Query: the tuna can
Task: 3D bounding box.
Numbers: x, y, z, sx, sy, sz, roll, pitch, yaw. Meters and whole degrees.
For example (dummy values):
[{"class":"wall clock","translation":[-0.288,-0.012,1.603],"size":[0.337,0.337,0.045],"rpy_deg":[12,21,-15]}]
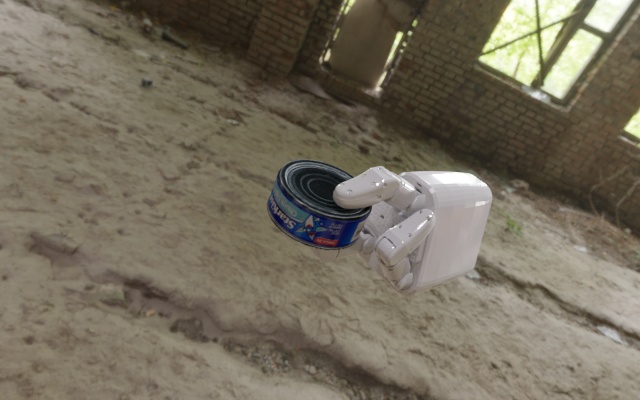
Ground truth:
[{"class":"tuna can","translation":[0.000,0.001,0.407],"size":[0.086,0.034,0.086],"rpy_deg":[16,32,-10]}]
